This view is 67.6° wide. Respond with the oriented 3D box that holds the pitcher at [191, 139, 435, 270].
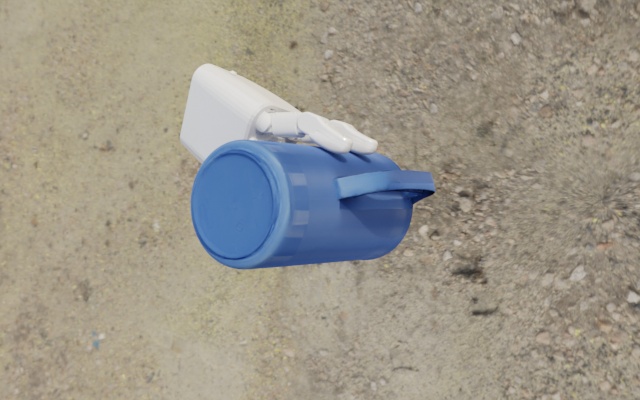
[{"bbox_3d":[0.000,0.002,0.483,0.145,0.149,0.243,37,18,26],"label":"pitcher"}]
